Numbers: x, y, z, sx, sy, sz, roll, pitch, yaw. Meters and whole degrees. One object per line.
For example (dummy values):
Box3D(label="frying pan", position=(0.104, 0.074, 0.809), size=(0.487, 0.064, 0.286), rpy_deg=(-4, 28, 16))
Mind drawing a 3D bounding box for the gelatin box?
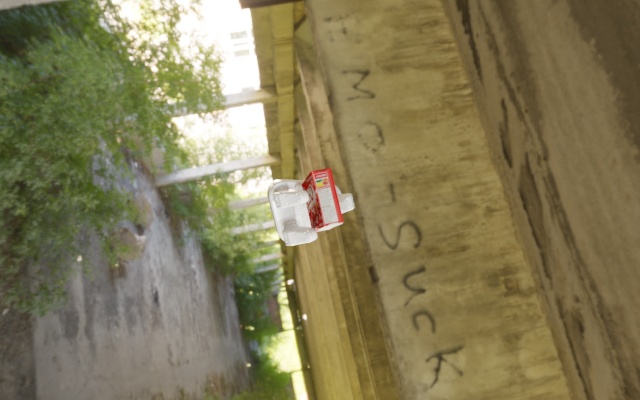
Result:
Box3D(label="gelatin box", position=(0.001, 0.002, 0.640), size=(0.030, 0.073, 0.089), rpy_deg=(-11, -6, -12))
